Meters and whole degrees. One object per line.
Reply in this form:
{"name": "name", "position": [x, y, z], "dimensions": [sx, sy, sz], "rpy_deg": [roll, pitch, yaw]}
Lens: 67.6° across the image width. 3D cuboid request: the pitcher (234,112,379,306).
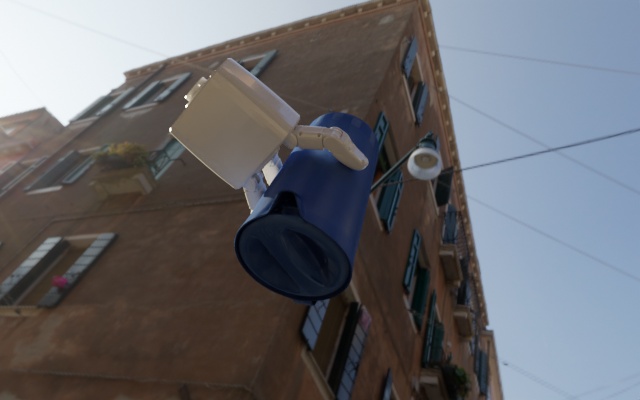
{"name": "pitcher", "position": [0.000, 0.002, 0.603], "dimensions": [0.145, 0.242, 0.149], "rpy_deg": [39, -48, -14]}
